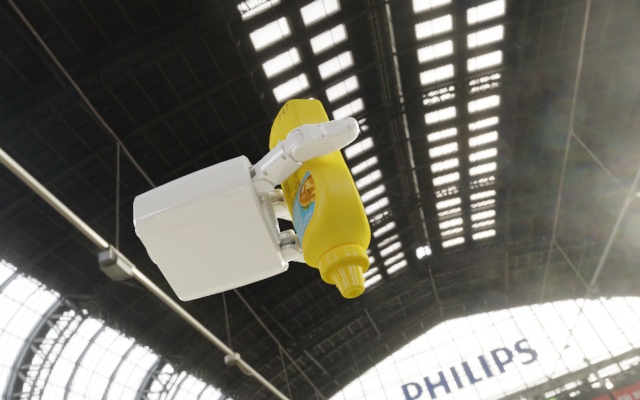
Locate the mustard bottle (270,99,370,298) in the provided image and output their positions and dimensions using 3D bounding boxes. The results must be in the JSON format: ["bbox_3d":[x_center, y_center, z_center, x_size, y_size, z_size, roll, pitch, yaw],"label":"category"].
[{"bbox_3d":[0.000,0.001,0.431,0.058,0.191,0.096,-3,-41,-19],"label":"mustard bottle"}]
